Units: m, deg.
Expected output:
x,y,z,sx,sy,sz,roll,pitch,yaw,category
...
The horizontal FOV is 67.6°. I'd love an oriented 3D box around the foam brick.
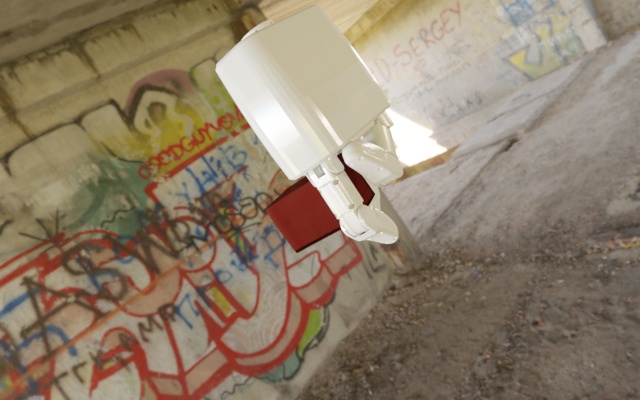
x,y,z,sx,sy,sz,roll,pitch,yaw,category
0.000,0.002,0.433,0.078,0.051,0.053,-31,11,33,foam brick
